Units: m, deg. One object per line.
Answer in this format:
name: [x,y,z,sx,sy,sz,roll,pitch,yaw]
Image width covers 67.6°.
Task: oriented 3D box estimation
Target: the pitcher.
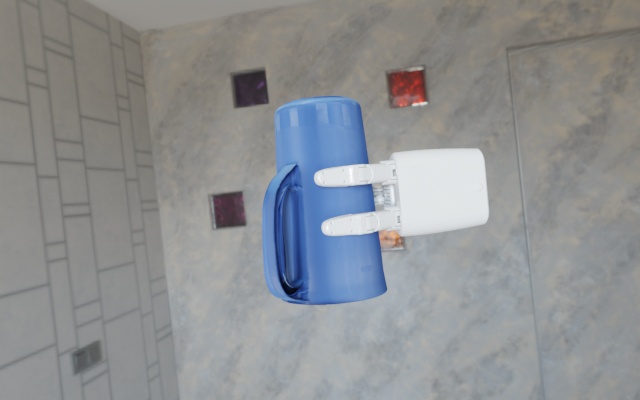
pitcher: [0.000,0.002,0.584,0.145,0.243,0.149,-5,0,-4]
